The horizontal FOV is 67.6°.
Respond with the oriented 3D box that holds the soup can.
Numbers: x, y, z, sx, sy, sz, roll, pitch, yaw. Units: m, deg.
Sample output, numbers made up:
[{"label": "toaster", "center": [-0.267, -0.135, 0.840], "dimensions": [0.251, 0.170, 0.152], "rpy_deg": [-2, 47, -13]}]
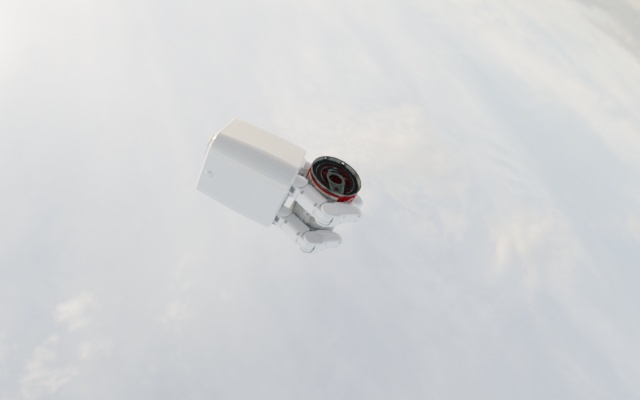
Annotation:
[{"label": "soup can", "center": [0.000, 0.002, 0.619], "dimensions": [0.068, 0.068, 0.102], "rpy_deg": [0, -41, -32]}]
